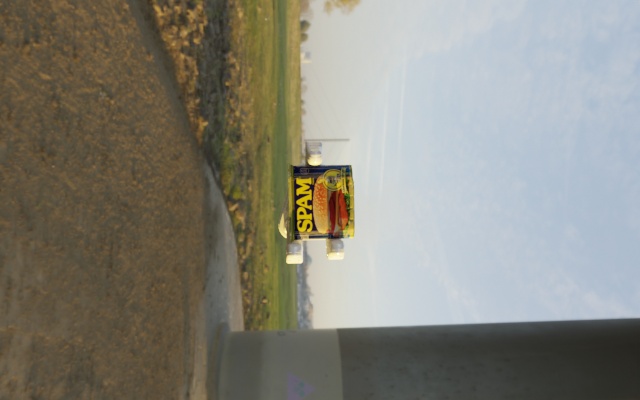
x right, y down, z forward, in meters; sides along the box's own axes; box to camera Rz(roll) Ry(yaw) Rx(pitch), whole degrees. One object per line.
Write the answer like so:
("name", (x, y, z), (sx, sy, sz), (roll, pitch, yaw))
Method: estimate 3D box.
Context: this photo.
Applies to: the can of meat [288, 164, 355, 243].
("can of meat", (0.000, 0.002, 0.625), (0.084, 0.102, 0.057), (-1, 5, -3))
